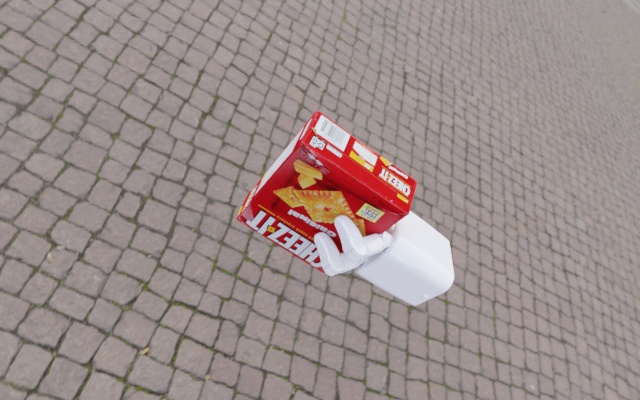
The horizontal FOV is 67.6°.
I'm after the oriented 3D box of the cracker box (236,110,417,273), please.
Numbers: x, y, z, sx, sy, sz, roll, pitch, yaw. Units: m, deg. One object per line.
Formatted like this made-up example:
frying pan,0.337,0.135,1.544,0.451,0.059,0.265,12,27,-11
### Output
cracker box,0.000,0.002,0.663,0.164,0.072,0.214,34,-42,-12
